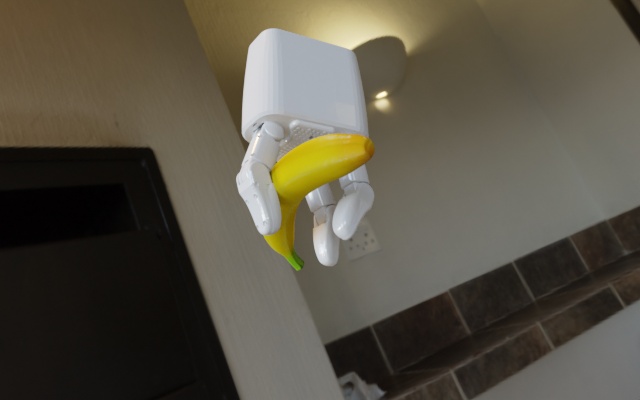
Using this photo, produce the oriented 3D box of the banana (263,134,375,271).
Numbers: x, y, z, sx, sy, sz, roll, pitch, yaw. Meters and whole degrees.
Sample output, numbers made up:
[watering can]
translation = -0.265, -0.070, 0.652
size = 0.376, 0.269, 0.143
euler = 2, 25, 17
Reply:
[banana]
translation = -0.018, -0.005, 0.415
size = 0.069, 0.037, 0.198
euler = 24, -36, -3
